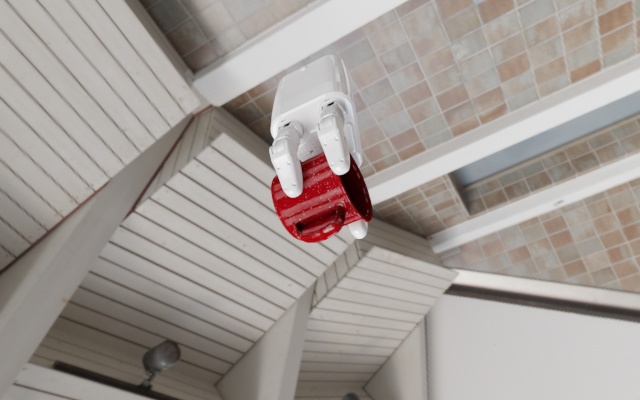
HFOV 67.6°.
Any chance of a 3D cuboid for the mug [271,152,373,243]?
[{"bbox_3d":[0.000,0.003,0.509,0.081,0.093,0.117,-23,36,19],"label":"mug"}]
